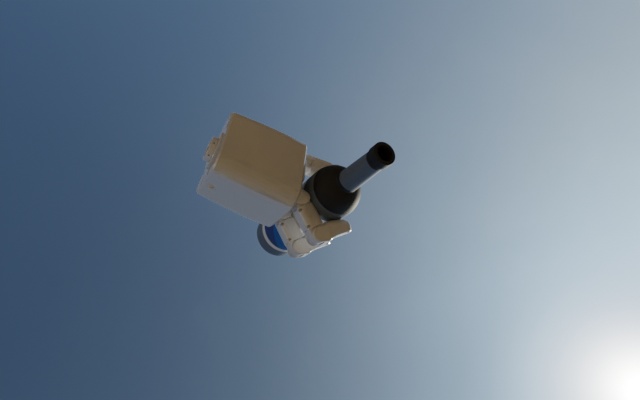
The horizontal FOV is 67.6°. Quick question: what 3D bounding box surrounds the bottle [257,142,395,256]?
[{"bbox_3d":[0.000,0.002,0.622,0.069,0.069,0.296,0,-21,-29],"label":"bottle"}]
